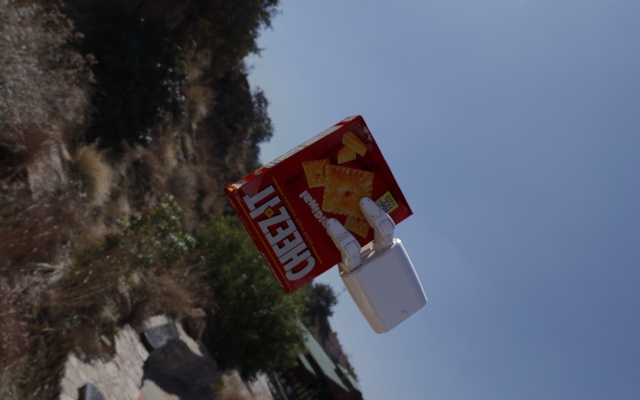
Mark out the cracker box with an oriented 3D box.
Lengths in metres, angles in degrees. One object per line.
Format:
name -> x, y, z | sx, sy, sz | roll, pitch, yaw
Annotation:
cracker box -> 0.000, 0.002, 0.670 | 0.213, 0.164, 0.072 | -32, 13, -12
